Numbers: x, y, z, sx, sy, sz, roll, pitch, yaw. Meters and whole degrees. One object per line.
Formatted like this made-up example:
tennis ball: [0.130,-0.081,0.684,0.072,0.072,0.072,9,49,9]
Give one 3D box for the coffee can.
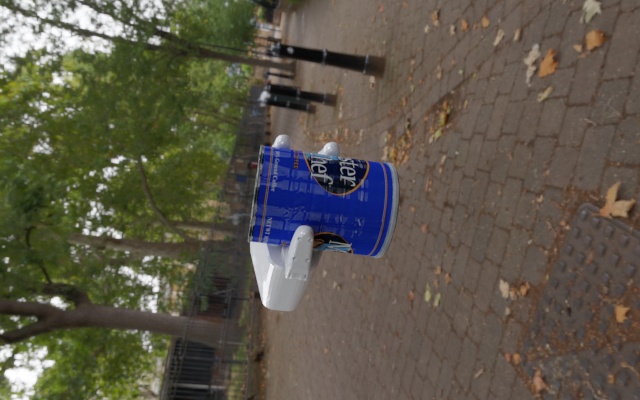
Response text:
coffee can: [0.000,0.002,0.503,0.140,0.103,0.103,8,-1,-8]
